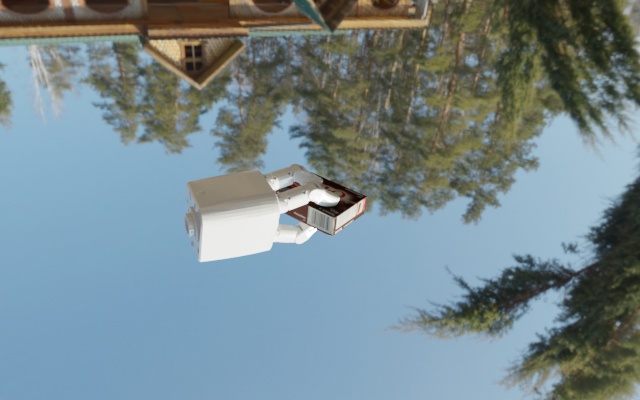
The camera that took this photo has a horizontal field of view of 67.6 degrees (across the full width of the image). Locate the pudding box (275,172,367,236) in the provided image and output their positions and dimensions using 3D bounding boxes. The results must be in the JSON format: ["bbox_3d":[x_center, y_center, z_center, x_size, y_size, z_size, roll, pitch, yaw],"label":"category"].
[{"bbox_3d":[0.000,0.003,0.731,0.113,0.039,0.090,27,36,26],"label":"pudding box"}]
